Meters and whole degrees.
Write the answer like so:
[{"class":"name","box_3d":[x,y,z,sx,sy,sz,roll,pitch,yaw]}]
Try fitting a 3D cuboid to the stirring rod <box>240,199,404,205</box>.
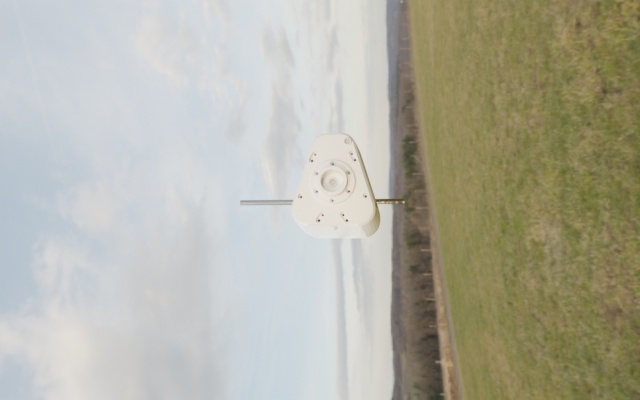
[{"class":"stirring rod","box_3d":[0.000,0.002,0.697,0.239,0.011,0.011,-1,0,7]}]
